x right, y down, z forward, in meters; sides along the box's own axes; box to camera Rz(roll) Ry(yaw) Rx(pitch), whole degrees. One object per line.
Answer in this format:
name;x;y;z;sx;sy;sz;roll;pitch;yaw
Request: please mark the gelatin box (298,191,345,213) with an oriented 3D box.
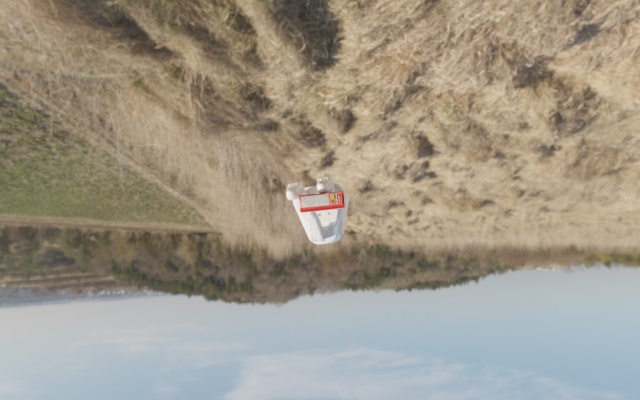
gelatin box;0.000;0.003;0.800;0.073;0.030;0.089;-6;-1;-2
